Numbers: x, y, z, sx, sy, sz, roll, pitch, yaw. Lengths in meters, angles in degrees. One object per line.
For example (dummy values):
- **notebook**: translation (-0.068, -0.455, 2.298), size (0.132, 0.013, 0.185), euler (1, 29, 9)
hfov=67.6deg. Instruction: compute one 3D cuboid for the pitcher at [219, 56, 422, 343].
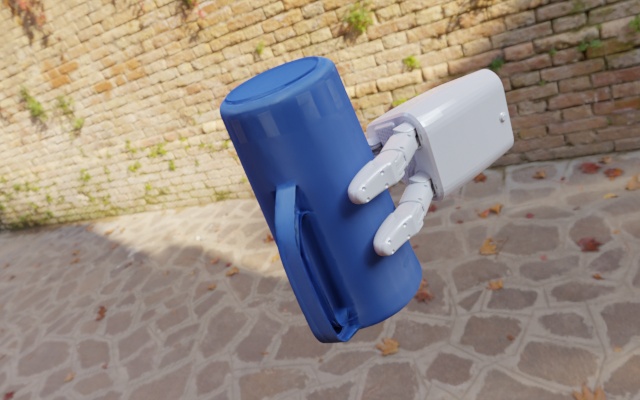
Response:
- **pitcher**: translation (0.000, 0.001, 0.450), size (0.145, 0.243, 0.149), euler (-31, 27, -15)
